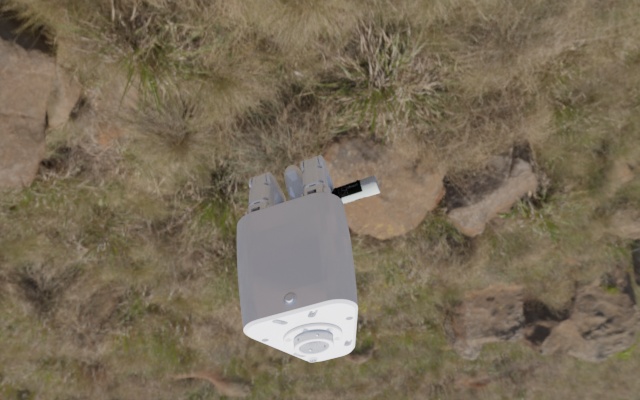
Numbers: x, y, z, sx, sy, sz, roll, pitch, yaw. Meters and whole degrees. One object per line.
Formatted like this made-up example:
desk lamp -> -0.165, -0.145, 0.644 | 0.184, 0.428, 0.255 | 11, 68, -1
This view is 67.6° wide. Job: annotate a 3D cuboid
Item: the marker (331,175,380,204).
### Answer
marker -> 0.000, 0.002, 0.485 | 0.121, 0.020, 0.020 | -18, -3, 11
